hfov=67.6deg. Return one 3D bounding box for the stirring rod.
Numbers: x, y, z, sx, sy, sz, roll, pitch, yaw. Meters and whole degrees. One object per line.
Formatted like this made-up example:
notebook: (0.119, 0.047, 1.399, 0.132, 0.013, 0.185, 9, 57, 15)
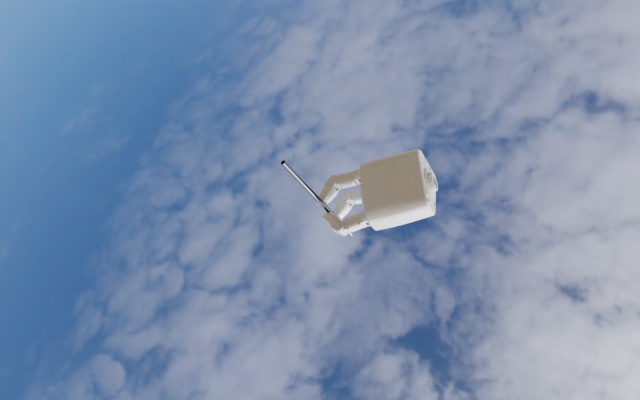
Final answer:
stirring rod: (0.000, 0.003, 0.826, 0.011, 0.011, 0.240, 0, -31, 34)
